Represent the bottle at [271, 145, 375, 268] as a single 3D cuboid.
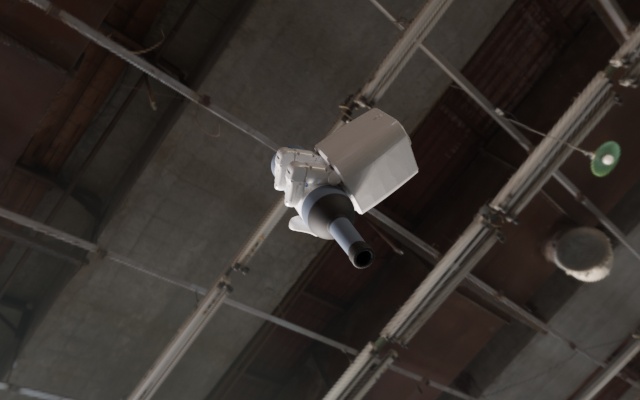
[{"bbox_3d":[0.000,0.002,0.651,0.069,0.069,0.295,0,25,-21],"label":"bottle"}]
